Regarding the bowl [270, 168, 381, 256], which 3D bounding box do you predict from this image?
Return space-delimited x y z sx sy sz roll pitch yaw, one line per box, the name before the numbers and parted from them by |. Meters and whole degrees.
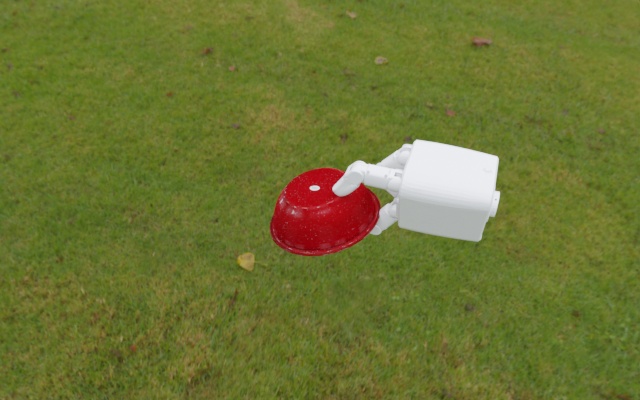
bowl | -0.001 0.002 0.666 0.162 0.055 0.162 -10 37 8
